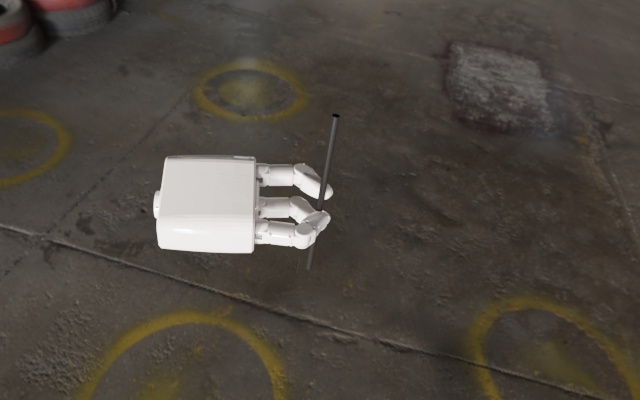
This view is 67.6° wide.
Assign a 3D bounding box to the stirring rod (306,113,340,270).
[{"bbox_3d":[0.000,0.002,0.571,0.011,0.240,0.011,6,41,-5],"label":"stirring rod"}]
